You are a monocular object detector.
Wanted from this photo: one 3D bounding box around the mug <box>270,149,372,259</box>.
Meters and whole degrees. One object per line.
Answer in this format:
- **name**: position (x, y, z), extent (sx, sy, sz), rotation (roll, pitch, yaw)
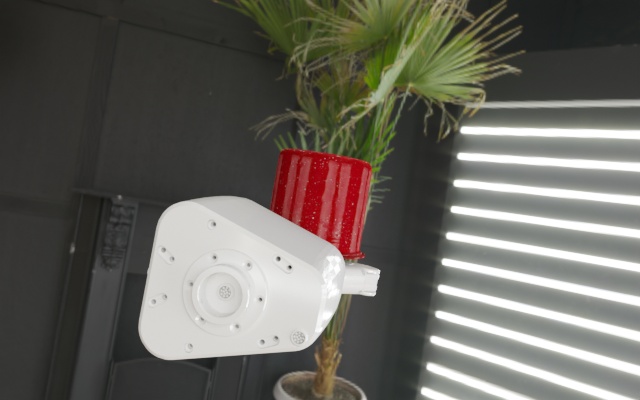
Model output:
- **mug**: position (0.000, 0.001, 0.427), extent (0.093, 0.081, 0.117), rotation (9, 1, 6)
